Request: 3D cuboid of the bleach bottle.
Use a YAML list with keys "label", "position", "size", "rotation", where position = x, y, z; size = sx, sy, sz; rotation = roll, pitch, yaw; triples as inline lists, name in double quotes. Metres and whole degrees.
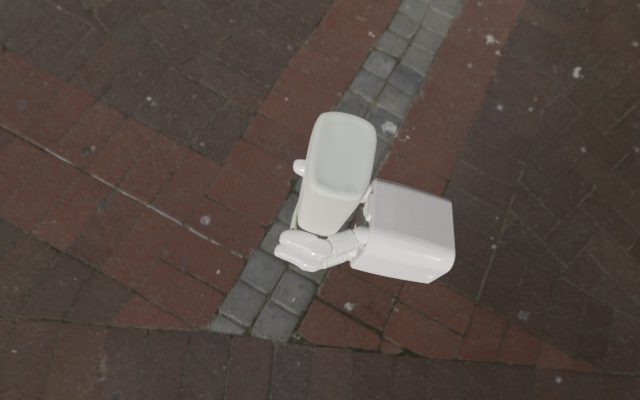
- label: "bleach bottle"
  position: [0.000, 0.002, 0.583]
  size: [0.068, 0.102, 0.251]
  rotation: [13, -24, -5]
